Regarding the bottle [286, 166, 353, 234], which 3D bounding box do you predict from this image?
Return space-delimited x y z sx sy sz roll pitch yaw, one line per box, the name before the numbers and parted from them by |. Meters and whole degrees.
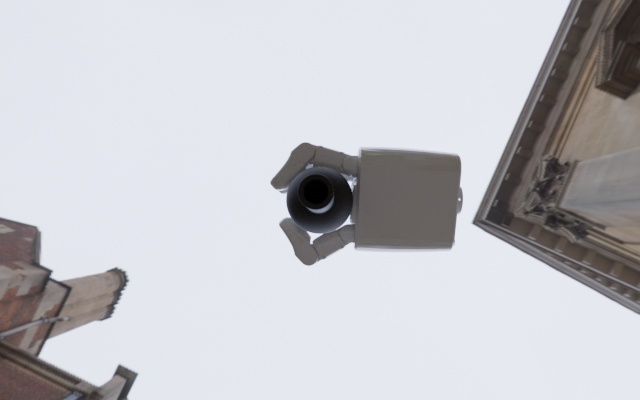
bottle | 0.000 0.002 0.507 0.069 0.069 0.296 0 -3 1
